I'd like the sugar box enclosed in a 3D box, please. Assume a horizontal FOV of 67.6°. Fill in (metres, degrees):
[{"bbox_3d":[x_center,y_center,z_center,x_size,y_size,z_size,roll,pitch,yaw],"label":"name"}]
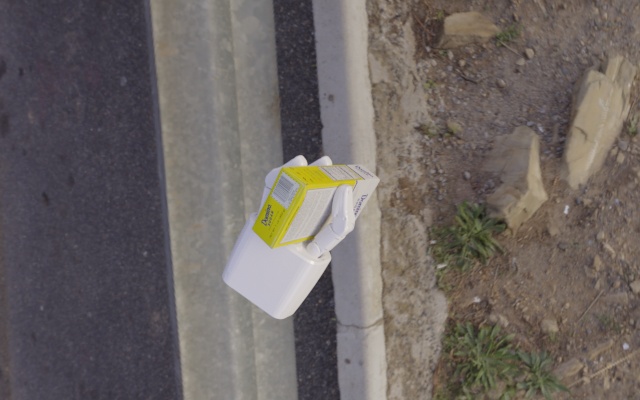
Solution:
[{"bbox_3d":[0.000,0.002,0.614,0.048,0.093,0.176,40,24,23],"label":"sugar box"}]
